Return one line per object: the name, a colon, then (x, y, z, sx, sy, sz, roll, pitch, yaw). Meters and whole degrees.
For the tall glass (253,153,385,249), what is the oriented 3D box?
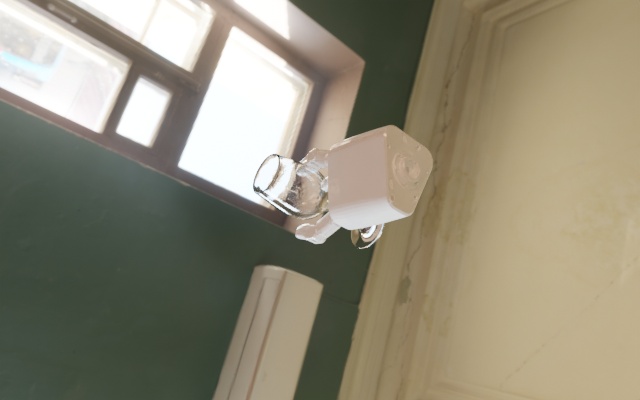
tall glass: (0.001, 0.003, 0.703, 0.201, 0.079, 0.079, 27, -15, -31)
